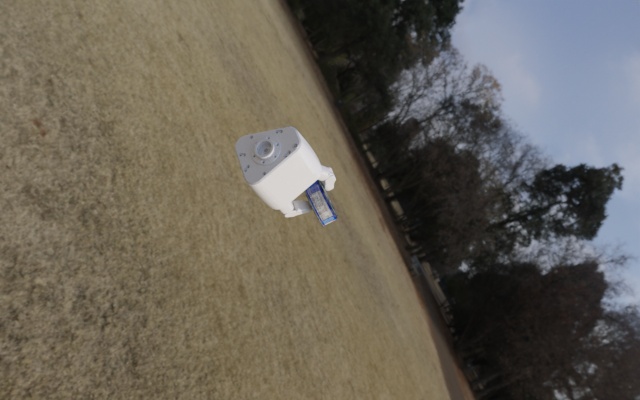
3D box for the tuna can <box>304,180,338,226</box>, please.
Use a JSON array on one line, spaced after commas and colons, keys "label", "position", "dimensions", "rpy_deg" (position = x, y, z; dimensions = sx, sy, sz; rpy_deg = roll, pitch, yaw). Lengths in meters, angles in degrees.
[{"label": "tuna can", "position": [0.001, 0.003, 0.885], "dimensions": [0.034, 0.086, 0.086], "rpy_deg": [-26, -2, 3]}]
